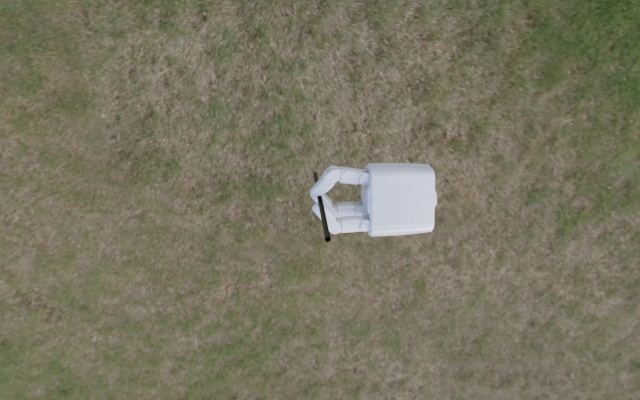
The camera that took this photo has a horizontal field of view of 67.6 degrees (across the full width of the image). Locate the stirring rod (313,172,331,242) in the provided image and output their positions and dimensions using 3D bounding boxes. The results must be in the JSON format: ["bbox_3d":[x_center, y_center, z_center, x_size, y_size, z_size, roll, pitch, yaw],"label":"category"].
[{"bbox_3d":[0.000,0.002,0.755,0.011,0.011,0.239,0,25,-5],"label":"stirring rod"}]
